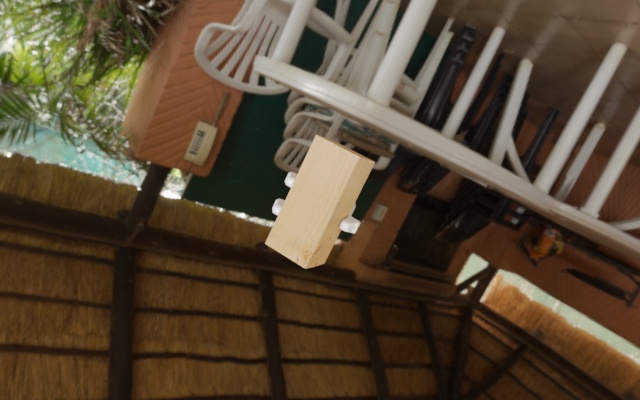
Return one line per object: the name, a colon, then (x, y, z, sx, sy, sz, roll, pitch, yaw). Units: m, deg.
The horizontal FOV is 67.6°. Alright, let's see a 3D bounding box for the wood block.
wood block: (0.000, 0.003, 0.827, 0.091, 0.206, 0.090, 29, 10, 20)
